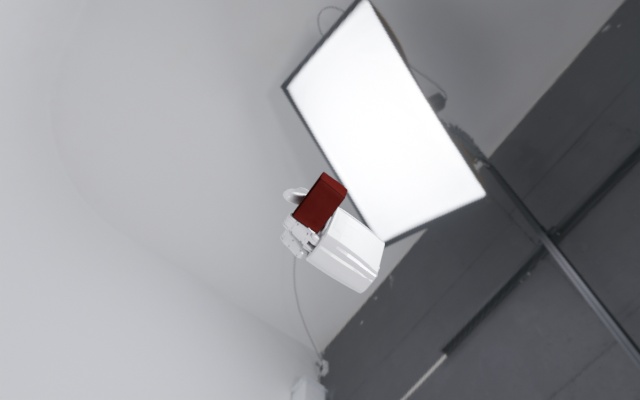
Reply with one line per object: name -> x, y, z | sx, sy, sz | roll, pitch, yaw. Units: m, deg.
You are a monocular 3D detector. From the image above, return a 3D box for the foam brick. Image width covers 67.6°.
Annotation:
foam brick -> 0.000, 0.002, 0.759 | 0.051, 0.078, 0.053 | 36, 18, -2
